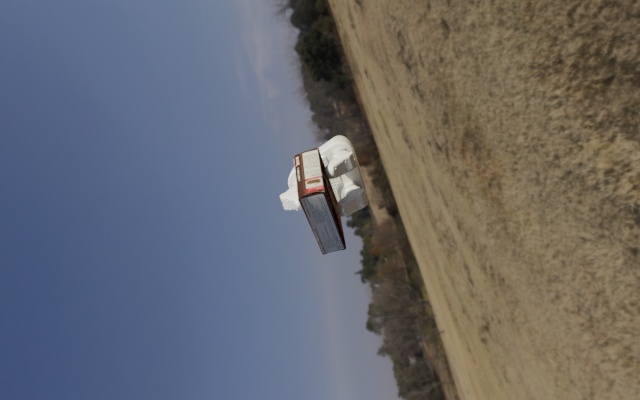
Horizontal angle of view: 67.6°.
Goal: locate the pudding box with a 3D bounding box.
[{"bbox_3d":[0.000,0.002,0.632,0.039,0.114,0.090,-17,42,7],"label":"pudding box"}]
